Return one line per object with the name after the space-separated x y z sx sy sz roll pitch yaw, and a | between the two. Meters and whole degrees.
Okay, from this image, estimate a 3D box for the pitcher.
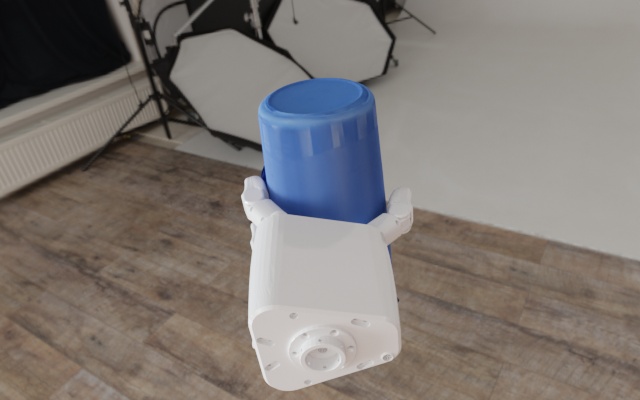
0.000 0.002 0.504 0.149 0.243 0.145 -5 33 4 | pitcher
